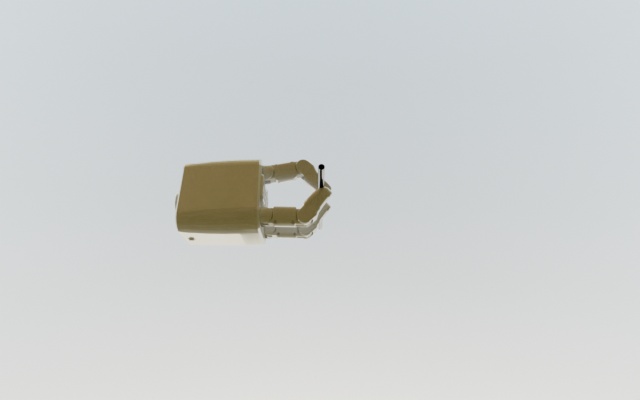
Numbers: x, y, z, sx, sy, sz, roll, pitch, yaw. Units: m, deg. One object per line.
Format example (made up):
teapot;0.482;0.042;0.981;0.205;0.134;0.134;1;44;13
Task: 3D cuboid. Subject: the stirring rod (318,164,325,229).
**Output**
stirring rod;0.000;0.002;0.675;0.011;0.011;0.240;0;-20;-1
